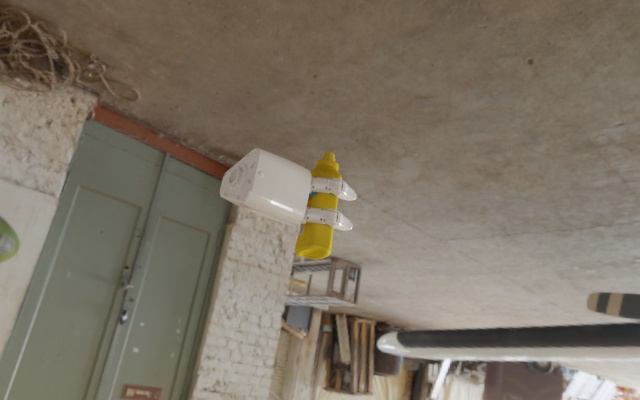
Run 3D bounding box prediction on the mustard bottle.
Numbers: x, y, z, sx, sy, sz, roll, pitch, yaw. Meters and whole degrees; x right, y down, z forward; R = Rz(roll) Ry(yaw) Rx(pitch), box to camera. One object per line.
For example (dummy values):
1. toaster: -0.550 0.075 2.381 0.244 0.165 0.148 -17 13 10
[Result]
1. mustard bottle: 0.000 0.003 0.841 0.058 0.191 0.096 14 -20 -12
